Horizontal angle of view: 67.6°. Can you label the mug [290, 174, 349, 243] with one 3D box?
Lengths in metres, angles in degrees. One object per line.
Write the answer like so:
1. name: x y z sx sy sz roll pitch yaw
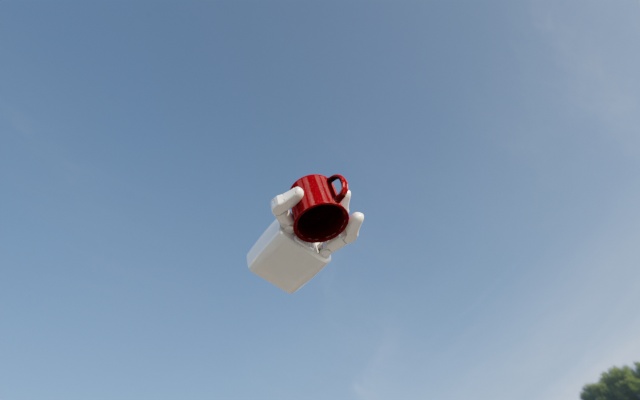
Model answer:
1. mug: 0.001 0.001 0.792 0.093 0.081 0.117 25 -59 -35
